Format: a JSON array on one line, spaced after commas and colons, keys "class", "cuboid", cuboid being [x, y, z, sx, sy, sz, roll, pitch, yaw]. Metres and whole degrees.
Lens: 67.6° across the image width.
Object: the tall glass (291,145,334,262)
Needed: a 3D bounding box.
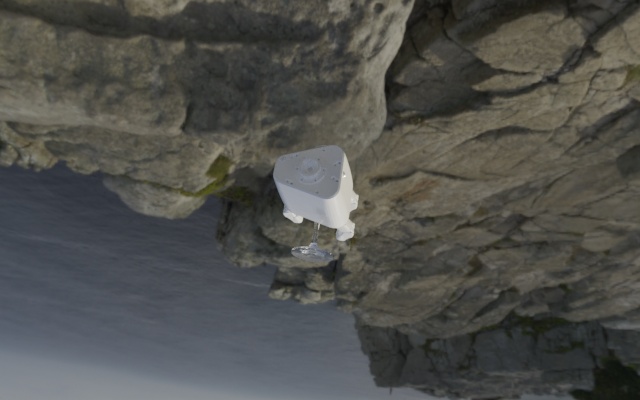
[{"class": "tall glass", "cuboid": [0.000, 0.003, 0.851, 0.079, 0.201, 0.079, 7, -24, 3]}]
